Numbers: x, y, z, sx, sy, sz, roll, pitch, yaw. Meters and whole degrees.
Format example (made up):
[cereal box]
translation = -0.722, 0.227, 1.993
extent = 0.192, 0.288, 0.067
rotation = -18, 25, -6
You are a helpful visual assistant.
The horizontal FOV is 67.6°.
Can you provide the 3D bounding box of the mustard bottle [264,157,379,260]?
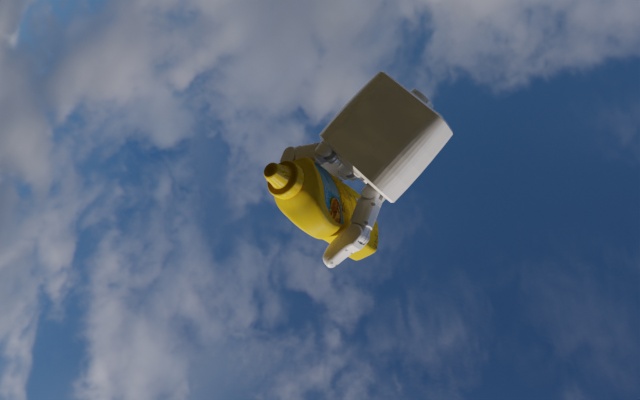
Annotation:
[mustard bottle]
translation = 0.000, 0.002, 0.559
extent = 0.058, 0.096, 0.192
rotation = -28, -33, 21
